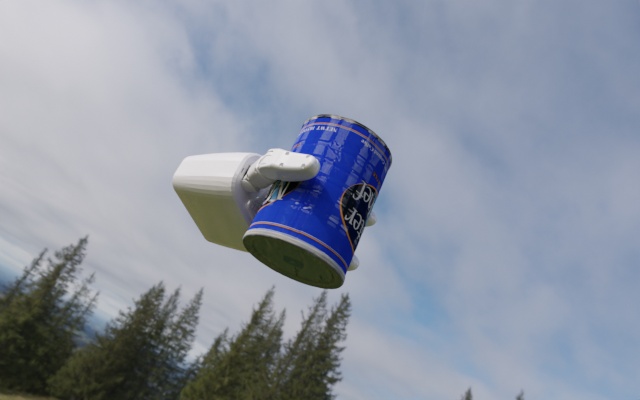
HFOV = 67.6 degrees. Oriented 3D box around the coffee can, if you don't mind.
[{"bbox_3d":[0.000,0.002,0.472,0.103,0.140,0.103,20,-25,10],"label":"coffee can"}]
